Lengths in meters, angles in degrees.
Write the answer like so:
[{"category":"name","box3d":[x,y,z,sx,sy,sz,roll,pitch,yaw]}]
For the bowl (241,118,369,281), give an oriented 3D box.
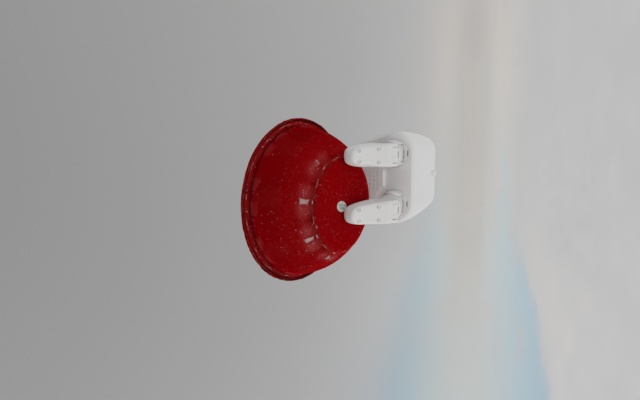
[{"category":"bowl","box3d":[0.000,0.002,0.459,0.055,0.162,0.162,6,3,38]}]
